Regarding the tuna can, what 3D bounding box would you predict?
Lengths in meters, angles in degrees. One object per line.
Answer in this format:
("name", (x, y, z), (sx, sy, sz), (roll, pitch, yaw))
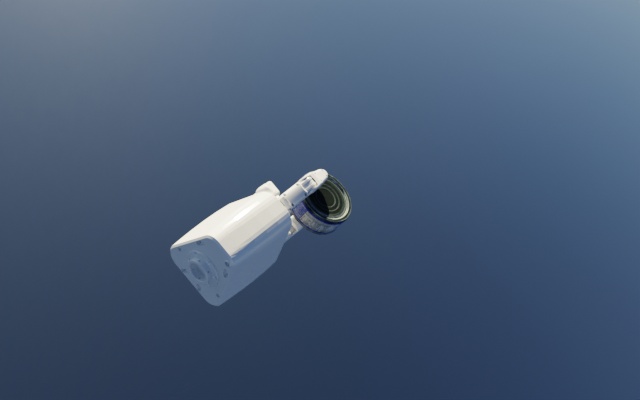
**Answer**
("tuna can", (0.000, 0.002, 0.661), (0.086, 0.086, 0.034), (0, -31, -38))
